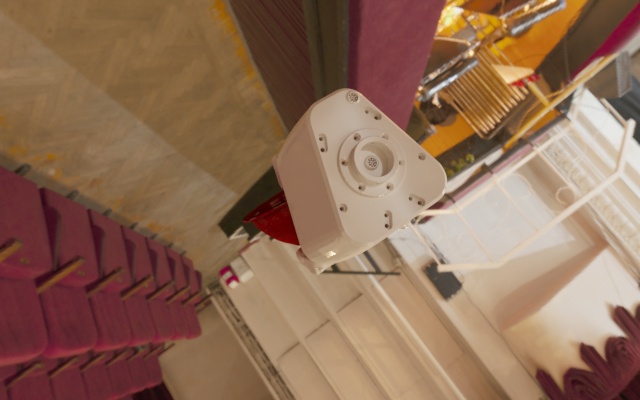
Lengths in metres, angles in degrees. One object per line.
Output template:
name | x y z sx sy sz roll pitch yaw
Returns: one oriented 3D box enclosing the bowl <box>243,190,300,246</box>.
bowl | 0.000 0.002 0.512 0.162 0.055 0.162 -29 7 4
